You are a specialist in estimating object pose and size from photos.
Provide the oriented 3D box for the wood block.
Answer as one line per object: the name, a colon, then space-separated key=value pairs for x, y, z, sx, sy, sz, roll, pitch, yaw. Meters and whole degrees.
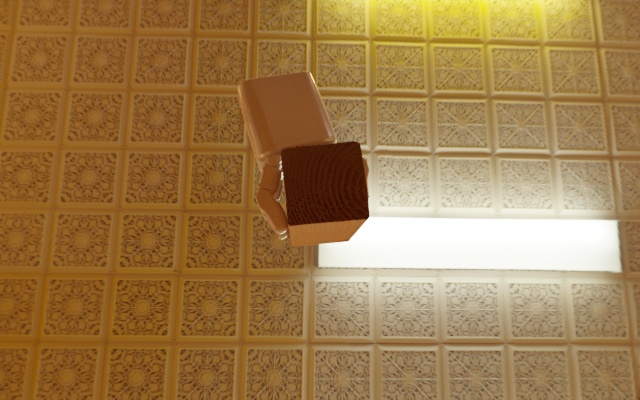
wood block: x=0.000 y=0.002 z=0.616 sx=0.091 sy=0.090 sz=0.206 roll=-6 pitch=-11 yaw=-4
